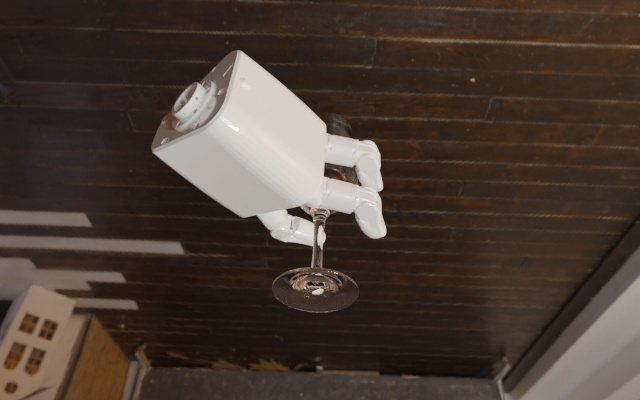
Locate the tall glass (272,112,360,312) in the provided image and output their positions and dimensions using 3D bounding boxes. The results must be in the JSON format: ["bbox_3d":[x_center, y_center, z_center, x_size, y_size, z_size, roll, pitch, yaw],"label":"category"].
[{"bbox_3d":[0.000,0.002,0.470,0.079,0.200,0.079,2,-40,2],"label":"tall glass"}]
